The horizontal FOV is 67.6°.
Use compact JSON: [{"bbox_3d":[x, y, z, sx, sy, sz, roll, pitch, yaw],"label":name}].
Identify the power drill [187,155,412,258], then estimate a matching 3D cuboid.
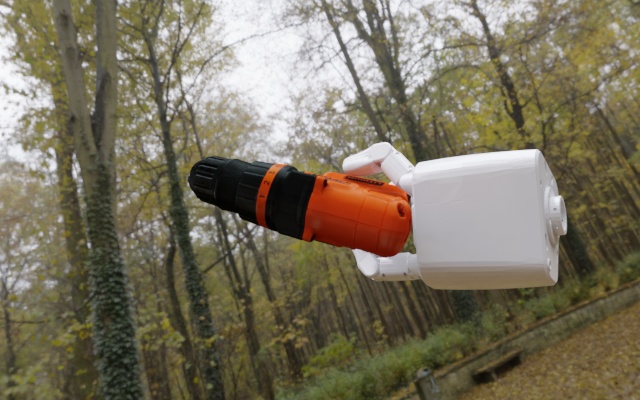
[{"bbox_3d":[0.000,0.001,0.434,0.184,0.057,0.187,17,7,18],"label":"power drill"}]
